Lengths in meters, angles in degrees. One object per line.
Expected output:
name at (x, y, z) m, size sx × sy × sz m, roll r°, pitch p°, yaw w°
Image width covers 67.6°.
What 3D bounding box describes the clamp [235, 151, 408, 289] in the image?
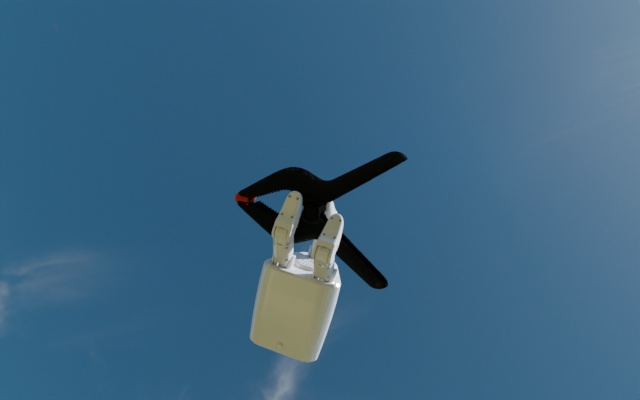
clamp at (0.000, 0.002, 0.581) m, size 0.210 × 0.164 × 0.036 m, roll 16°, pitch 10°, yaw 13°
